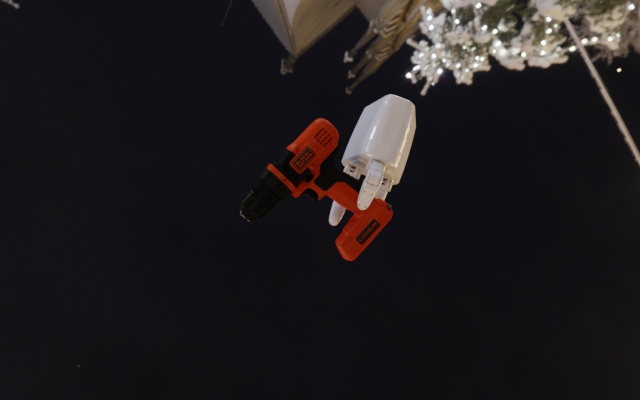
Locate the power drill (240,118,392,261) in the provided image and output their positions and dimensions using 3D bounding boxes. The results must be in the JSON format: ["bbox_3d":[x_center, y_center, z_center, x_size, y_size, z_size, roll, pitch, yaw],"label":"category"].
[{"bbox_3d":[0.001,0.002,0.706,0.188,0.184,0.057,44,-2,-18],"label":"power drill"}]
